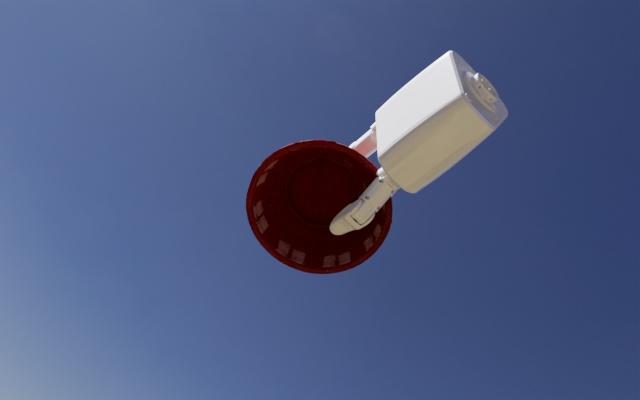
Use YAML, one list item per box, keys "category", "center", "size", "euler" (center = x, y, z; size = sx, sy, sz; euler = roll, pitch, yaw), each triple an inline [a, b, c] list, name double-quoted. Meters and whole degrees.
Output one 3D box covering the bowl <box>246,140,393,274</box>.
- category: "bowl"
  center: [-0.001, 0.002, 0.547]
  size: [0.162, 0.162, 0.055]
  euler: [0, 23, 6]
